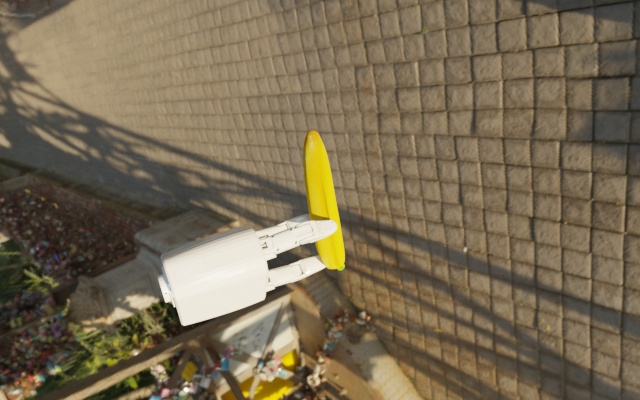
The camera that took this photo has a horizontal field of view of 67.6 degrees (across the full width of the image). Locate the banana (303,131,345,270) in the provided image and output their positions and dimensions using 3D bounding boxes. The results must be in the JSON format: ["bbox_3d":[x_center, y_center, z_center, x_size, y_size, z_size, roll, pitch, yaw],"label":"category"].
[{"bbox_3d":[0.002,0.008,0.622,0.037,0.198,0.069,-11,10,-3],"label":"banana"}]
